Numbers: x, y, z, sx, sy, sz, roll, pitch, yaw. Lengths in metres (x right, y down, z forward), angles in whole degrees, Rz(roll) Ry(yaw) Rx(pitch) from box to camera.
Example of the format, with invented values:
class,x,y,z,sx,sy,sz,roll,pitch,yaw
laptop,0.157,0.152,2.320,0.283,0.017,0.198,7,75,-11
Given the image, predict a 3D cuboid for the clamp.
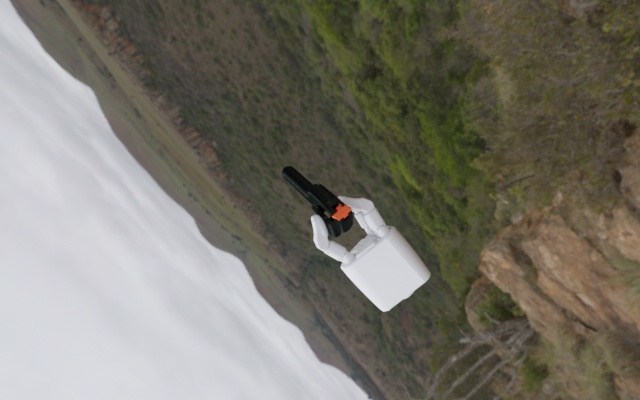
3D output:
class,x,y,z,sx,sy,sz,roll,pitch,yaw
clamp,0.000,0.003,0.806,0.036,0.164,0.210,-42,6,-8
